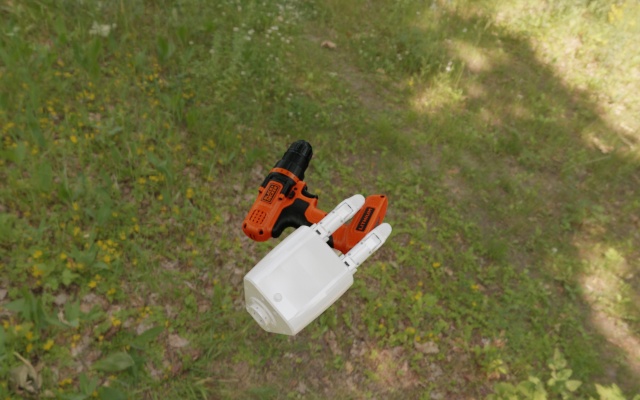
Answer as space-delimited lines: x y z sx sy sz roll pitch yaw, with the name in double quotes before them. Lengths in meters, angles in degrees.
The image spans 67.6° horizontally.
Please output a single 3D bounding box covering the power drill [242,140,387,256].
"power drill" 0.000 0.003 0.713 0.187 0.184 0.057 19 -26 17
